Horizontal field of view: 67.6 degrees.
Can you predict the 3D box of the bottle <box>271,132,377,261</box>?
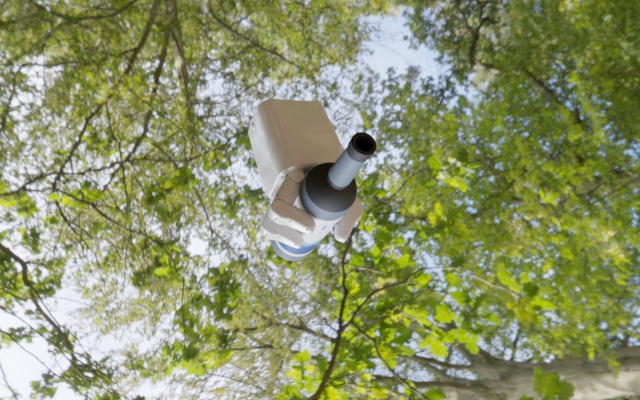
[{"bbox_3d":[0.000,0.002,0.607,0.069,0.069,0.296,0,-24,-19],"label":"bottle"}]
